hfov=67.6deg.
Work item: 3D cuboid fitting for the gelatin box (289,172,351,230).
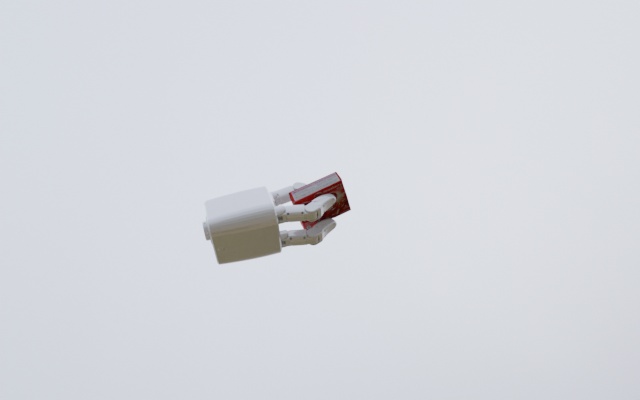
[{"bbox_3d":[0.000,0.002,0.796,0.089,0.073,0.030,-25,44,-5],"label":"gelatin box"}]
